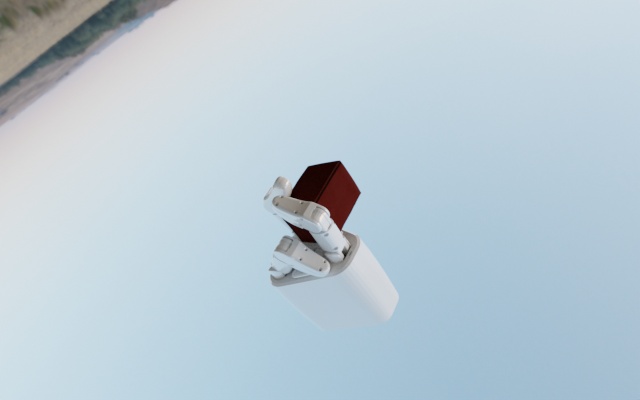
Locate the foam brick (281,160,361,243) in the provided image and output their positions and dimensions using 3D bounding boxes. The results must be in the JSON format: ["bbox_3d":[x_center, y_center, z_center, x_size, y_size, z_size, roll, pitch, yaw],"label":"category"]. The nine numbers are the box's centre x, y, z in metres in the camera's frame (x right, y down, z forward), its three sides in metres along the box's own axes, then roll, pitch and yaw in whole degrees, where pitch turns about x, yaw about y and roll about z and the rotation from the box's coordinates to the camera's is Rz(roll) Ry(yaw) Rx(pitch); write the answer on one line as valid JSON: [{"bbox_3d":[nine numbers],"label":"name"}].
[{"bbox_3d":[0.000,0.001,0.539,0.053,0.078,0.051,-3,-45,44],"label":"foam brick"}]
